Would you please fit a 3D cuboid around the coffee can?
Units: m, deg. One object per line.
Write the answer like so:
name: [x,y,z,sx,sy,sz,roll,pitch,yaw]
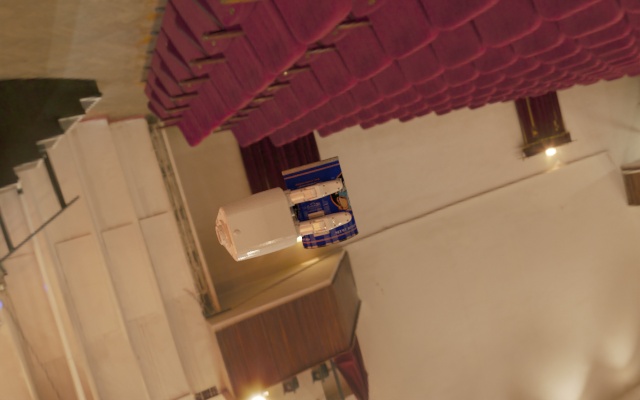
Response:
coffee can: [0.000,0.003,0.839,0.103,0.140,0.103,-15,5,1]
